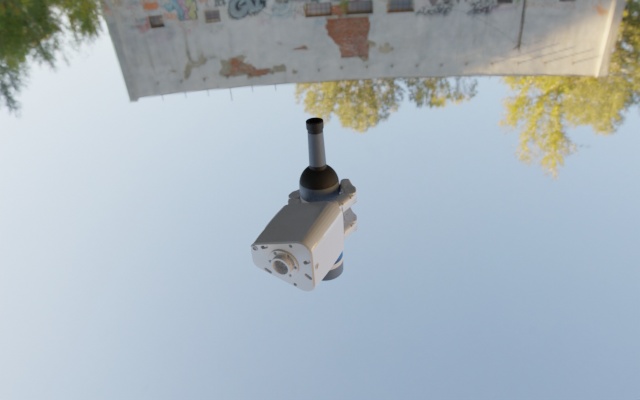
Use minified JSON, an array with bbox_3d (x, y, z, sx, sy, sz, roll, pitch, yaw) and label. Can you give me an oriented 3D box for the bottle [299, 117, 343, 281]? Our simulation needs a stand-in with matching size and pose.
[{"bbox_3d":[0.000,0.003,0.803,0.069,0.296,0.069,-3,32,2],"label":"bottle"}]
